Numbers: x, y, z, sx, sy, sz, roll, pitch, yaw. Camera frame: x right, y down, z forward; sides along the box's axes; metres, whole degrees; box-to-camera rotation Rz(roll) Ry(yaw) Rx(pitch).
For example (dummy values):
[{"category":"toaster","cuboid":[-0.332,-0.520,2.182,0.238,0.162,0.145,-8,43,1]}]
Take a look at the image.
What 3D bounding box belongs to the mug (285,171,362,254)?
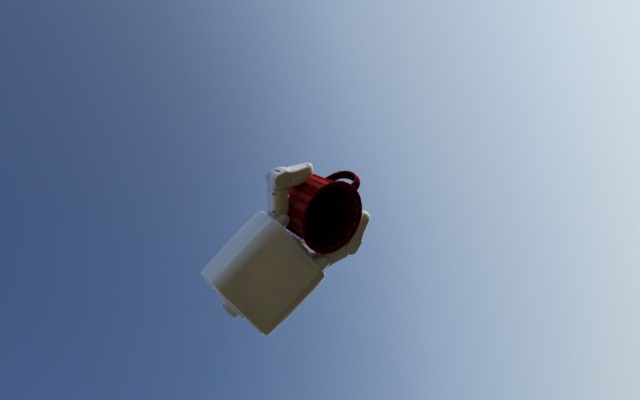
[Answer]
[{"category":"mug","cuboid":[0.001,0.001,0.611,0.081,0.117,0.093,25,-25,49]}]
